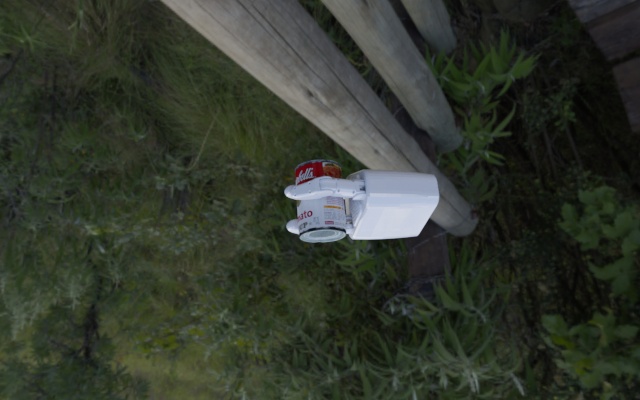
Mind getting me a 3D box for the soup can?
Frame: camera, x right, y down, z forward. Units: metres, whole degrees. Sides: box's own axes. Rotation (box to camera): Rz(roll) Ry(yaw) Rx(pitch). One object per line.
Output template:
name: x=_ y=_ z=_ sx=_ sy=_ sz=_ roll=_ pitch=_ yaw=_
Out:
soup can: x=0.000 y=0.002 z=0.675 sx=0.068 sy=0.102 sz=0.068 roll=-4 pitch=-20 yaw=-1
